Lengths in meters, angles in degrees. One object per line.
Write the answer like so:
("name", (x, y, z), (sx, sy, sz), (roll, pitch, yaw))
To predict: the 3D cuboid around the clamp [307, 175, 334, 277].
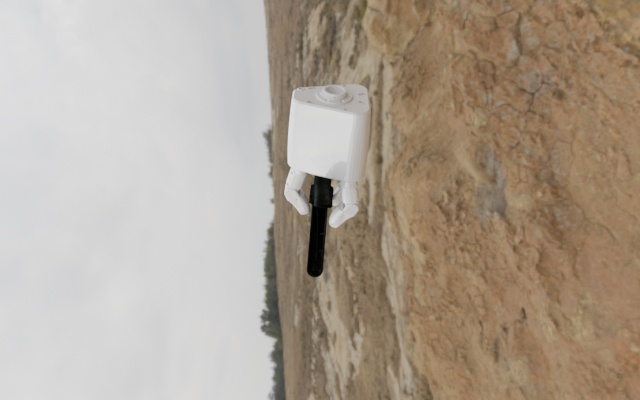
("clamp", (-0.001, 0.002, 0.746), (0.036, 0.165, 0.209), (6, 38, -2))
